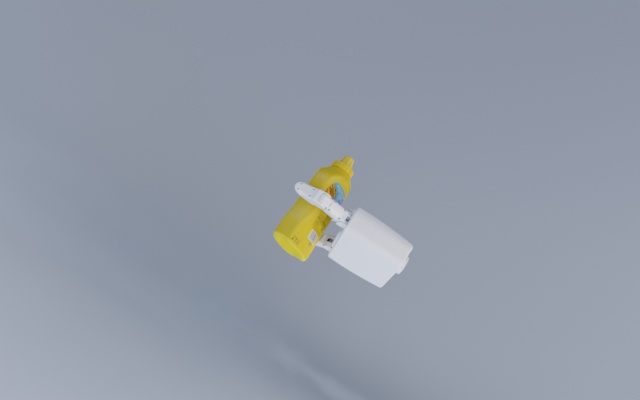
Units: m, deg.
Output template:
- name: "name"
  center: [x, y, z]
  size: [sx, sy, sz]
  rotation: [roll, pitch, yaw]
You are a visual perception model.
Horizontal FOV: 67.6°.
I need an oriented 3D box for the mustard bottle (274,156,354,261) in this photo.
- name: "mustard bottle"
  center: [0.000, 0.003, 0.801]
  size: [0.058, 0.191, 0.096]
  rotation: [25, -19, 28]
